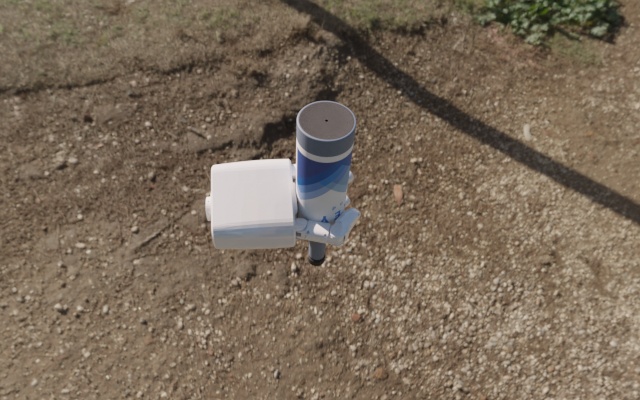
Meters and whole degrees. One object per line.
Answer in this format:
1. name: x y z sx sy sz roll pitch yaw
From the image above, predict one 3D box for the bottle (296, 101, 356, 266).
1. bottle: 0.000 0.002 0.643 0.069 0.069 0.296 0 -38 -3
